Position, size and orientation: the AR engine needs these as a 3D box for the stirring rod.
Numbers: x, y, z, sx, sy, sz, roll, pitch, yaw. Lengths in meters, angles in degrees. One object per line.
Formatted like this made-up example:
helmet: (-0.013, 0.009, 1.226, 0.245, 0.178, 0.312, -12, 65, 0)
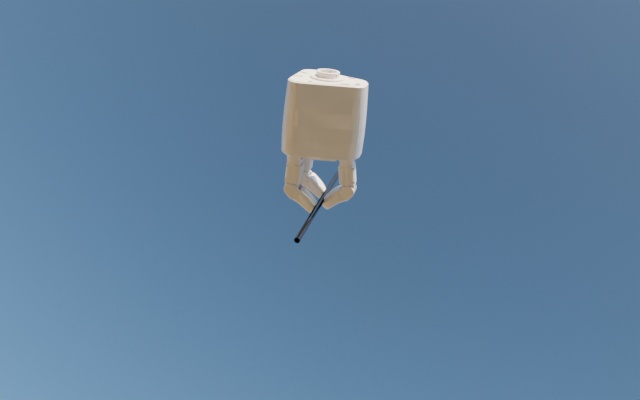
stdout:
stirring rod: (0.000, 0.002, 0.721, 0.011, 0.011, 0.239, 0, 24, 16)
